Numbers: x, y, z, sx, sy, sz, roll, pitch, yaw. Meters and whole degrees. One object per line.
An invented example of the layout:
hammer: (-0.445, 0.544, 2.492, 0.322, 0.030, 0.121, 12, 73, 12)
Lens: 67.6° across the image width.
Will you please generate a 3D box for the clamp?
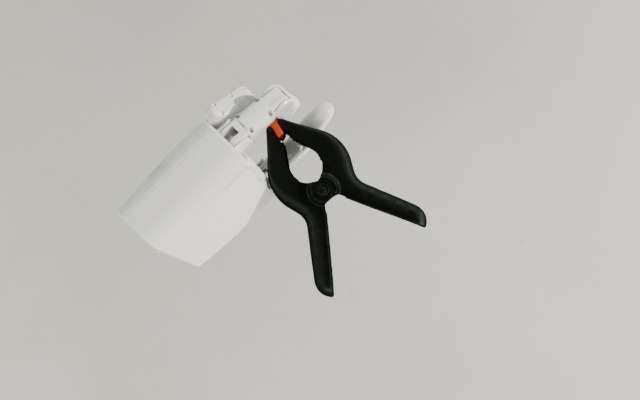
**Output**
clamp: (0.000, 0.001, 0.444, 0.171, 0.120, 0.039, 44, -5, 5)
